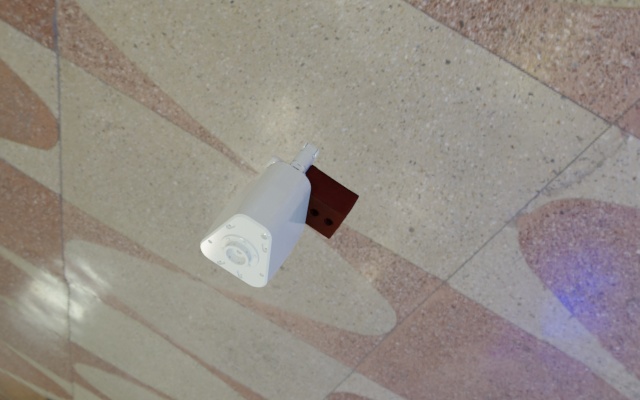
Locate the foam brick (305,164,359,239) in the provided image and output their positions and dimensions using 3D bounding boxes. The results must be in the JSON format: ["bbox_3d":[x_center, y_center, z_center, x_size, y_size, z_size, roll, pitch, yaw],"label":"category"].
[{"bbox_3d":[0.000,0.002,0.630,0.078,0.053,0.051,33,42,-1],"label":"foam brick"}]
